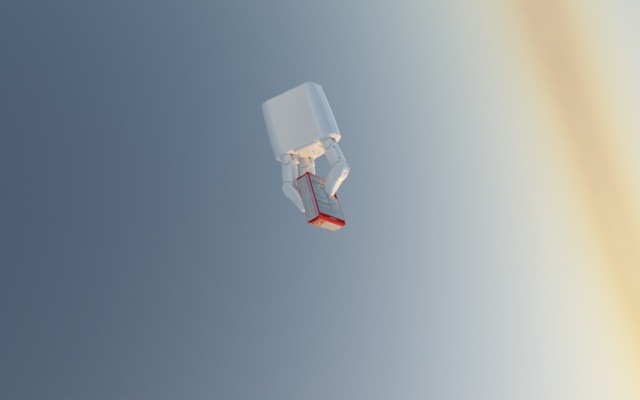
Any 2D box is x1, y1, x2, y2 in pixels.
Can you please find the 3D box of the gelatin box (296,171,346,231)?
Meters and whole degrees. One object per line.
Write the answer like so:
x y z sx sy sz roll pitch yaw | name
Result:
0.001 0.003 0.808 0.030 0.089 0.073 -32 -31 26 | gelatin box
